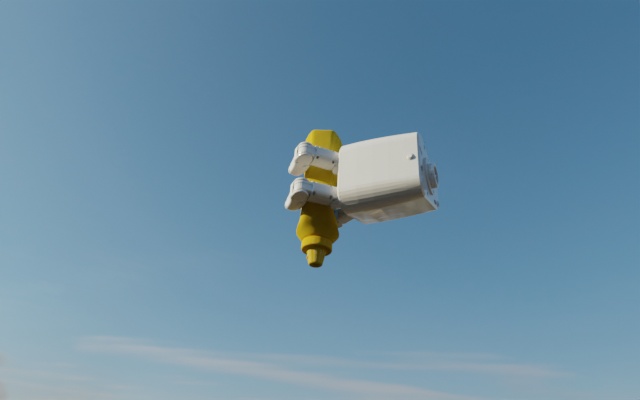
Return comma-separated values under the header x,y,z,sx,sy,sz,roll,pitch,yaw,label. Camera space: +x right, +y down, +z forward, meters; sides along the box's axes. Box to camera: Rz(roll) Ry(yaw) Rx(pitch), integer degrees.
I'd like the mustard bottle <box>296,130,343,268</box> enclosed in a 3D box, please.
x,y,z,sx,sy,sz,roll,pitch,yaw,label
0.000,0.002,0.665,0.058,0.191,0.096,3,-31,1,mustard bottle
